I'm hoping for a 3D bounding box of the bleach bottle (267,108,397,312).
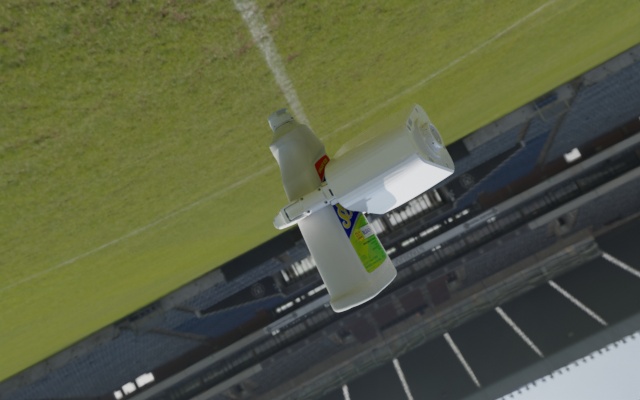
[{"bbox_3d":[0.000,0.002,0.588,0.068,0.251,0.102,-30,-4,30],"label":"bleach bottle"}]
